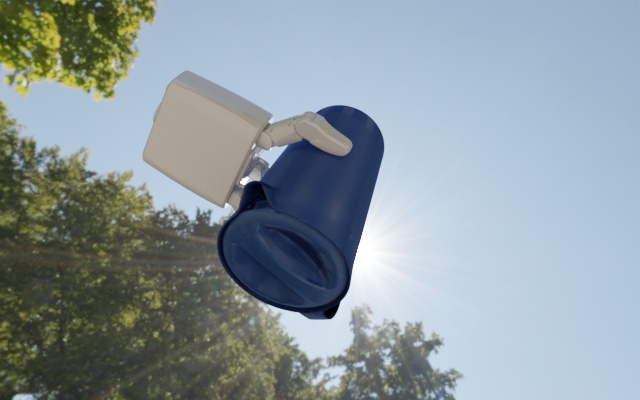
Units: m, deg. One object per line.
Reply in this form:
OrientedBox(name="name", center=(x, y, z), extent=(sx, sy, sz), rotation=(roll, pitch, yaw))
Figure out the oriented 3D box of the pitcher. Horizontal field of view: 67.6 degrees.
OrientedBox(name="pitcher", center=(0.000, 0.002, 0.536), extent=(0.145, 0.149, 0.242), rotation=(28, 42, -1))
